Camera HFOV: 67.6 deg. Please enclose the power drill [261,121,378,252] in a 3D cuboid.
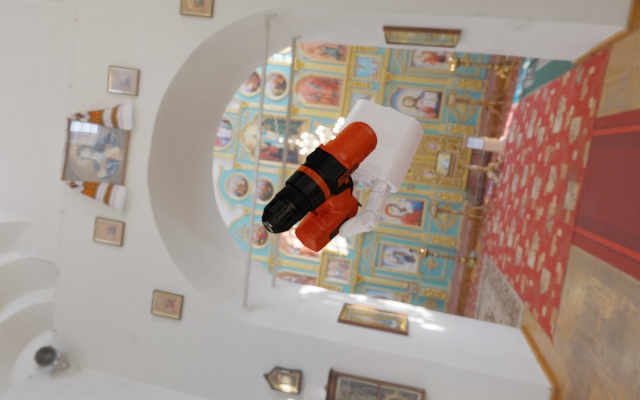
[{"bbox_3d":[0.000,0.002,0.639,0.057,0.184,0.188,41,-20,16],"label":"power drill"}]
